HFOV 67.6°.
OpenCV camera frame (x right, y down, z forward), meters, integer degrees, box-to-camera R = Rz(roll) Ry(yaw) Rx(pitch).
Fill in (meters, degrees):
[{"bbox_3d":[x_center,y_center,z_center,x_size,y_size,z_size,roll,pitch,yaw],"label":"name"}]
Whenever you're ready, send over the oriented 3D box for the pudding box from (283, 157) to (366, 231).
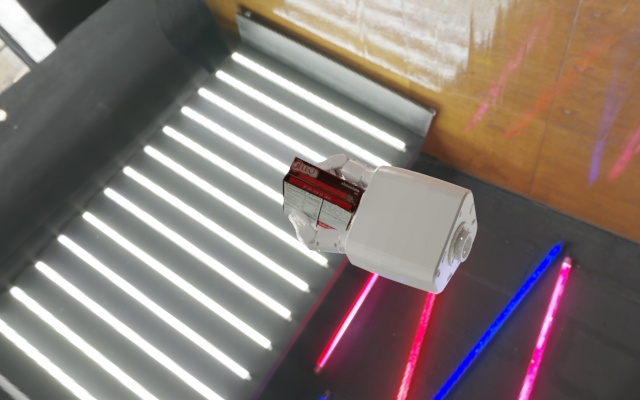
[{"bbox_3d":[0.000,0.002,0.580,0.090,0.039,0.113,27,-23,6],"label":"pudding box"}]
